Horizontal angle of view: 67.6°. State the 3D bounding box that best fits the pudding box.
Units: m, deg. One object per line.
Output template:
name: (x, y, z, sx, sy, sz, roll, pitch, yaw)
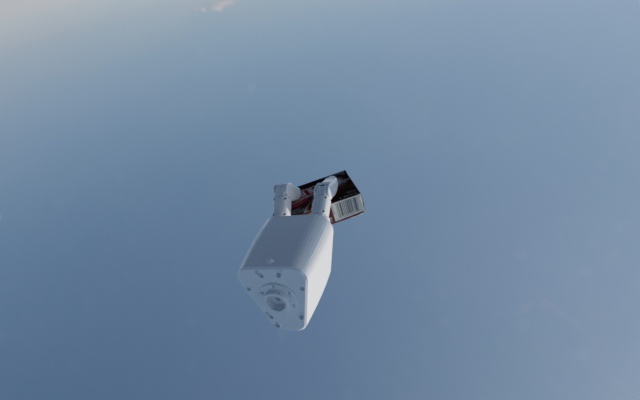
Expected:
pudding box: (0.000, 0.003, 0.715, 0.113, 0.039, 0.090, -17, 29, -4)
